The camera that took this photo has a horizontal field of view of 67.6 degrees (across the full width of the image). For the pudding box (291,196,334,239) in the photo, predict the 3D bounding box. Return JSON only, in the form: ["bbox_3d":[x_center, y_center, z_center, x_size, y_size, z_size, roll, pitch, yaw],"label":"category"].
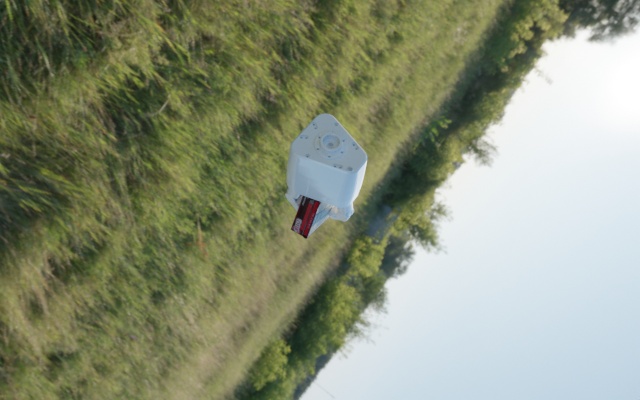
[{"bbox_3d":[0.000,0.003,0.836,0.039,0.090,0.113,33,37,15],"label":"pudding box"}]
